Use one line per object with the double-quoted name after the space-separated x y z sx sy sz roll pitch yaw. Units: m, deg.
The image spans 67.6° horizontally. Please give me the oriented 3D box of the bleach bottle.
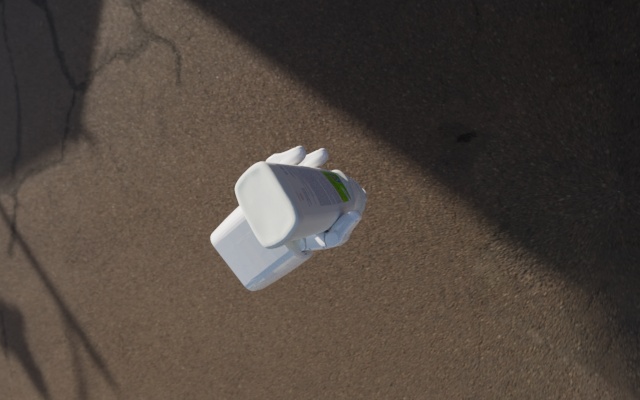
0.000 0.002 0.649 0.068 0.102 0.251 -40 -19 26 "bleach bottle"
